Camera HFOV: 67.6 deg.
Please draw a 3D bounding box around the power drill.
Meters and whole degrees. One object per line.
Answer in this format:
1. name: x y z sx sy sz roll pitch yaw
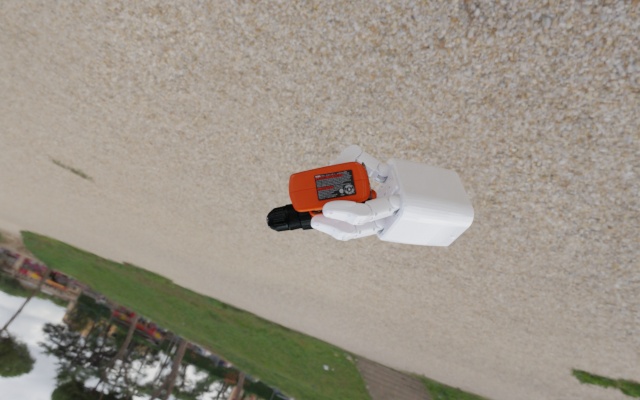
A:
1. power drill: 0.000 0.002 0.703 0.184 0.057 0.188 -12 -11 0
